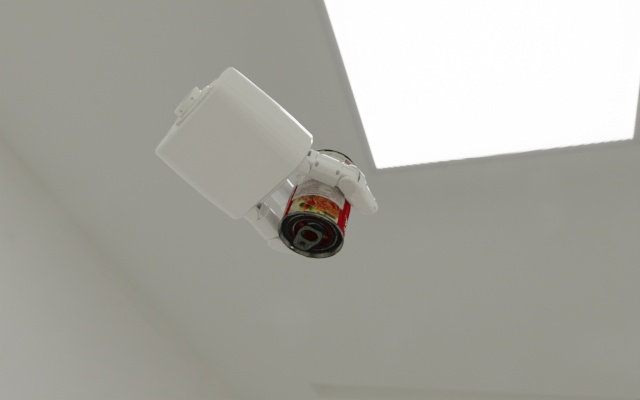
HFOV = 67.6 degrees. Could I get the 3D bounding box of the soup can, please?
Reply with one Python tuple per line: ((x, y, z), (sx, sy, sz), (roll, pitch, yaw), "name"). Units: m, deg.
((0.001, 0.002, 0.511), (0.068, 0.069, 0.102), (0, 43, 16), "soup can")
